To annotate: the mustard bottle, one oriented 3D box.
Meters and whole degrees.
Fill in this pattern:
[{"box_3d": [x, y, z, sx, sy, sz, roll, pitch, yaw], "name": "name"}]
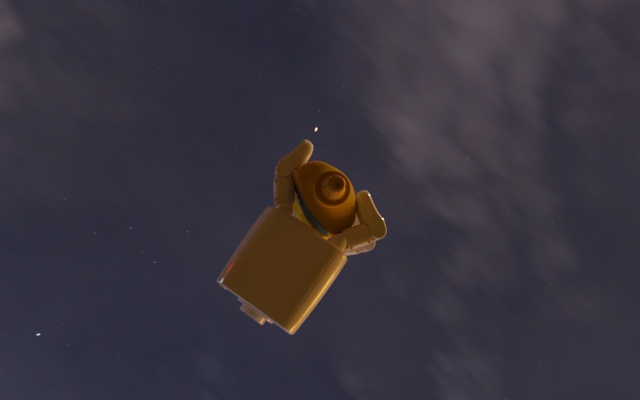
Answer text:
[{"box_3d": [0.000, 0.002, 0.587, 0.058, 0.096, 0.192, -29, -5, -14], "name": "mustard bottle"}]
